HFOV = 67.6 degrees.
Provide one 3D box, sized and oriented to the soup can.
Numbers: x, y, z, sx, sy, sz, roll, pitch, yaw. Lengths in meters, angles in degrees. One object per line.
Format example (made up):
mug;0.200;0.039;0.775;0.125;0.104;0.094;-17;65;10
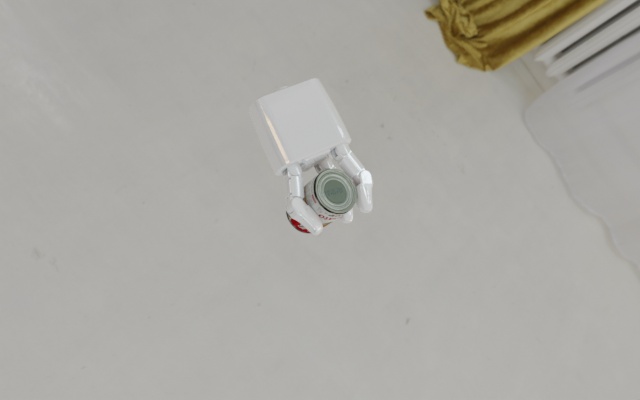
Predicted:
soup can;0.000;0.003;0.691;0.068;0.068;0.102;0;-18;-27
